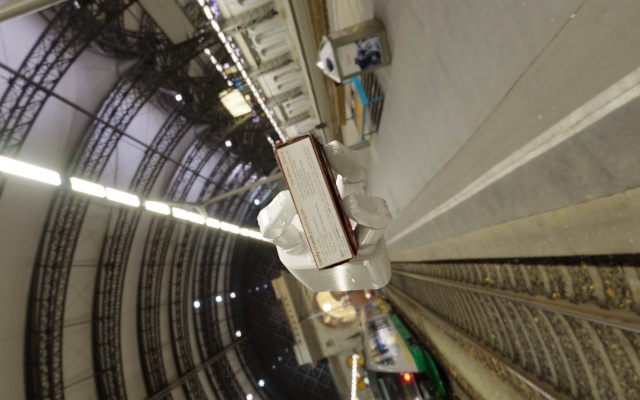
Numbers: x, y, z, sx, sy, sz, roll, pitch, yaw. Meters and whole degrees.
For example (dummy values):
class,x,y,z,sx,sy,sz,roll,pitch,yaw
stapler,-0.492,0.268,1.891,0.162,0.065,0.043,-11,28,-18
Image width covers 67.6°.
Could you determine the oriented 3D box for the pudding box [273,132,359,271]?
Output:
class,x,y,z,sx,sy,sz,roll,pitch,yaw
pudding box,0.000,0.001,0.432,0.039,0.113,0.090,-22,-2,5
